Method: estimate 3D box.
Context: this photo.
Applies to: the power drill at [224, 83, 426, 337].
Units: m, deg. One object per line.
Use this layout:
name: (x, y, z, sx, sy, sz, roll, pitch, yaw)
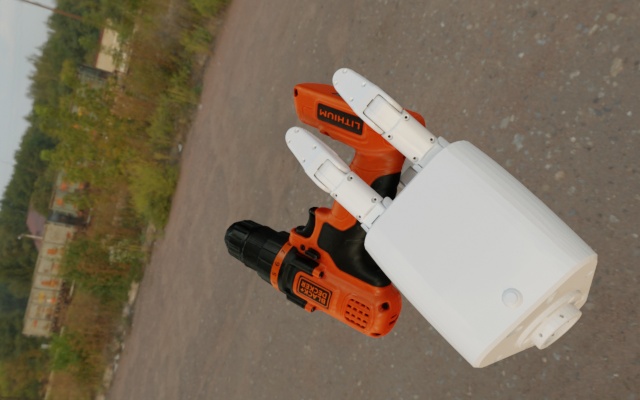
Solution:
power drill: (0.000, 0.001, 0.405, 0.184, 0.188, 0.057, 23, 24, 26)
